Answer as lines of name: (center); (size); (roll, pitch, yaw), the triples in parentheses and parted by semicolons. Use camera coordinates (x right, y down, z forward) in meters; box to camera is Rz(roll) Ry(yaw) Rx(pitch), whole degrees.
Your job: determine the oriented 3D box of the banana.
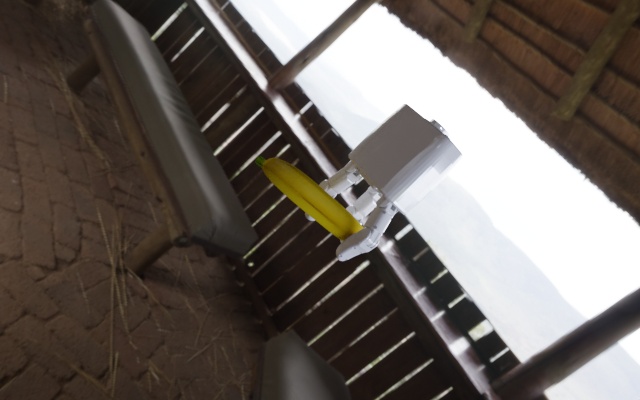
banana: (-0.002, 0.003, 0.620); (0.198, 0.037, 0.069); (41, 7, -8)
